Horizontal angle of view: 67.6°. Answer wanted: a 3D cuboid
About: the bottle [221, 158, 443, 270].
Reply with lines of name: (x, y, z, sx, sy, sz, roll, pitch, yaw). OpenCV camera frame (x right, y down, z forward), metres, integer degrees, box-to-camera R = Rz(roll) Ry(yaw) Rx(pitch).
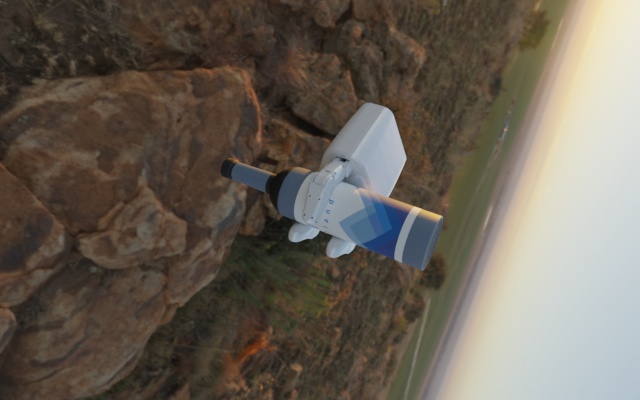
bottle: (0.000, 0.002, 0.600, 0.295, 0.069, 0.069, 20, 8, 21)
